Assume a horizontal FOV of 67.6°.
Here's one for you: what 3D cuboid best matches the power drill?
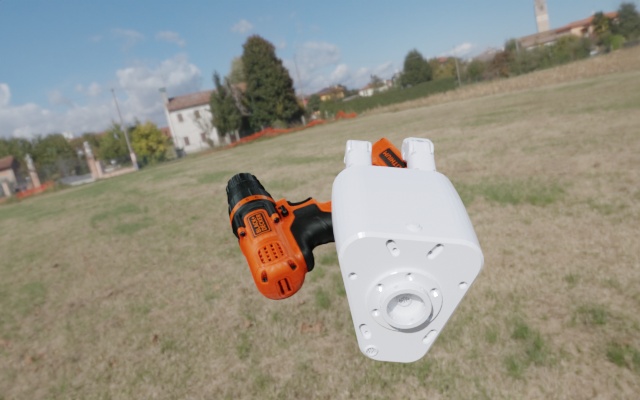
[{"bbox_3d":[0.001,0.002,0.490,0.187,0.057,0.184,-23,40,-7],"label":"power drill"}]
